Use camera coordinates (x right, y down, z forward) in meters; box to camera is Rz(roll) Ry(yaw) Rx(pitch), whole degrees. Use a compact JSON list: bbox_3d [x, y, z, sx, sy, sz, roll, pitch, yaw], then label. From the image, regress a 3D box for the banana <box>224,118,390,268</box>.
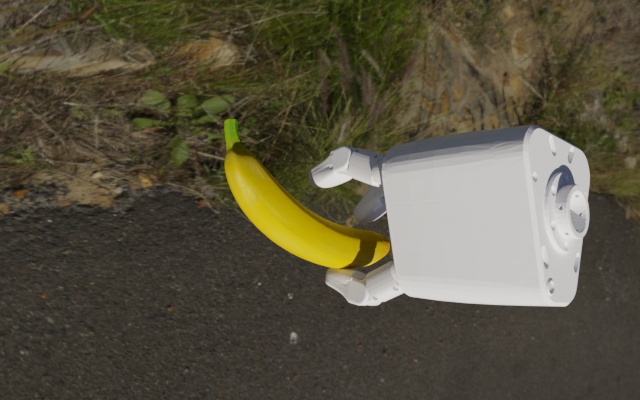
[{"bbox_3d":[-0.009,0.015,0.396,0.198,0.069,0.037,39,-29,-30],"label":"banana"}]
